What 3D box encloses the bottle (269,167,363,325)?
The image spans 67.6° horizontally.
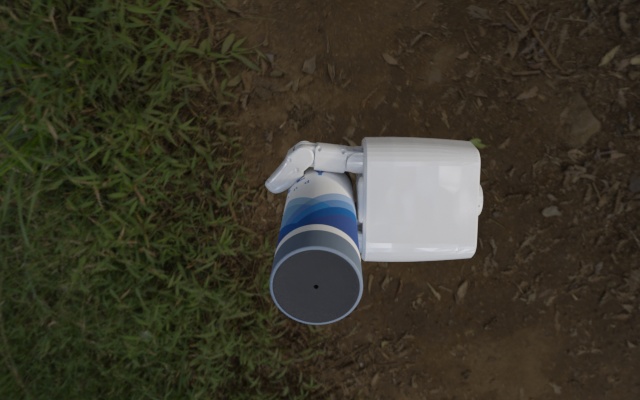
[{"bbox_3d":[0.000,0.002,0.470,0.069,0.069,0.295,0,24,1],"label":"bottle"}]
